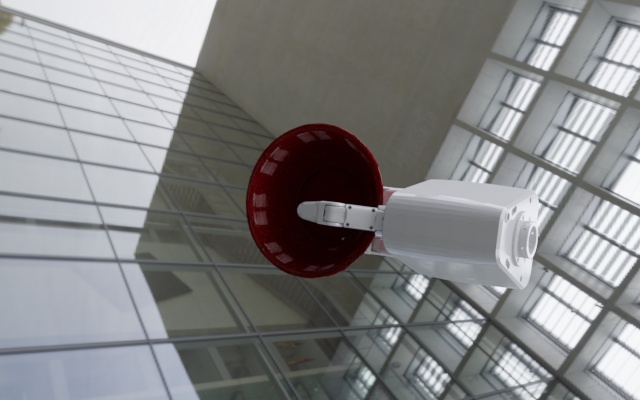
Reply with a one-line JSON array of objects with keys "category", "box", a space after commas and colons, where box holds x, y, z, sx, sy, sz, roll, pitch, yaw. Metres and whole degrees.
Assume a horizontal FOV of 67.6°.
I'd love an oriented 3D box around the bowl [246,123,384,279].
[{"category": "bowl", "box": [-0.001, 0.001, 0.518, 0.162, 0.162, 0.055, 0, -5, 26]}]
